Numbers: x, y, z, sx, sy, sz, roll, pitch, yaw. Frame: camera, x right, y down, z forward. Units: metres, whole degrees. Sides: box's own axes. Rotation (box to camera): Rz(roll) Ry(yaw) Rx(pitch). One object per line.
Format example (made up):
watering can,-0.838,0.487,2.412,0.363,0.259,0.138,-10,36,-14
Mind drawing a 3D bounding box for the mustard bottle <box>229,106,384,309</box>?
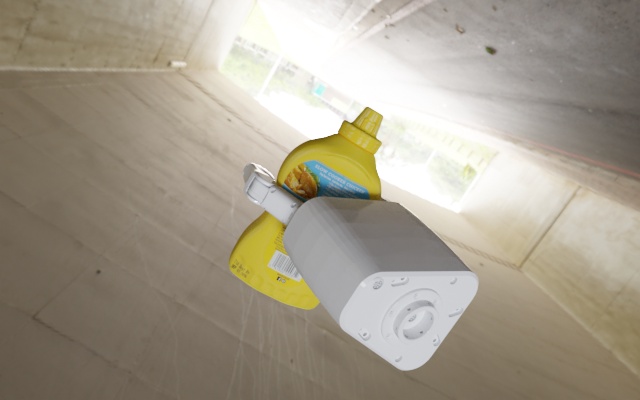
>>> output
mustard bottle,0.000,0.002,0.439,0.096,0.192,0.058,29,13,-10
